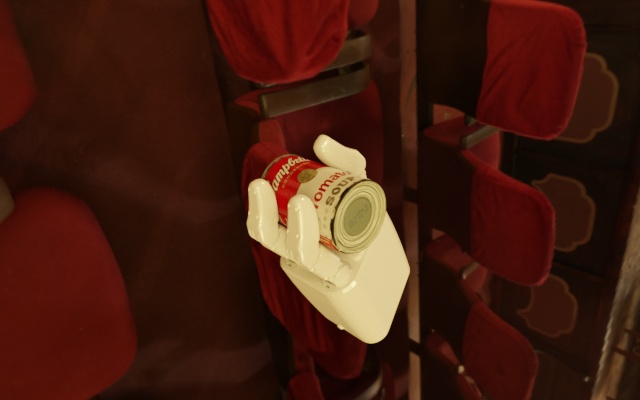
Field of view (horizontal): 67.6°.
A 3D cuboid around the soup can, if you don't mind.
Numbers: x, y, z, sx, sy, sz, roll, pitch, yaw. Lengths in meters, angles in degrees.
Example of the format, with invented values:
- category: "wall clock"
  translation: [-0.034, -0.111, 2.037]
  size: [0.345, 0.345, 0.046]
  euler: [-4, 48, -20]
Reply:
- category: "soup can"
  translation: [0.000, 0.001, 0.435]
  size: [0.068, 0.068, 0.102]
  euler: [0, 16, -45]
